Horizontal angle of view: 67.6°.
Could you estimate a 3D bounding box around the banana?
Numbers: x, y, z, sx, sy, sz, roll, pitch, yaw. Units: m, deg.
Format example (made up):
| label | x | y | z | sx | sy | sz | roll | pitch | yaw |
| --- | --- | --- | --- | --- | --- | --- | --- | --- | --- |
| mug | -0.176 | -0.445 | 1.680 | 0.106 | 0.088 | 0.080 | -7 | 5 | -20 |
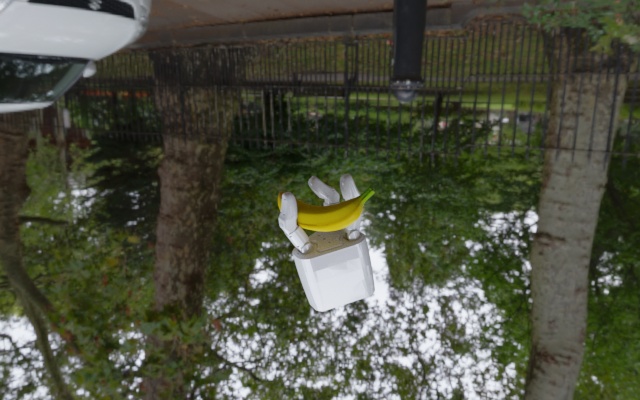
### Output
| label | x | y | z | sx | sy | sz | roll | pitch | yaw |
| --- | --- | --- | --- | --- | --- | --- | --- | --- | --- |
| banana | -0.006 | 0.015 | 0.730 | 0.198 | 0.037 | 0.069 | 0 | 44 | 42 |
